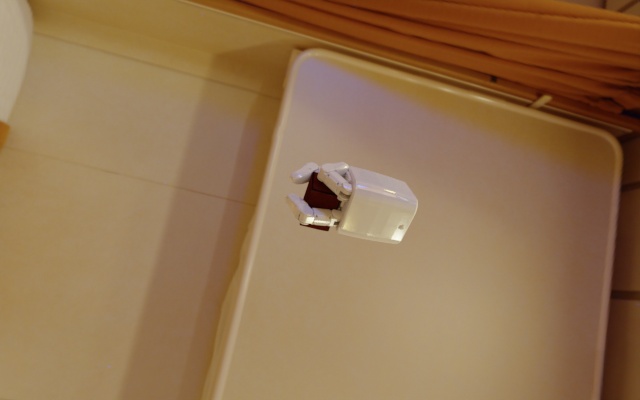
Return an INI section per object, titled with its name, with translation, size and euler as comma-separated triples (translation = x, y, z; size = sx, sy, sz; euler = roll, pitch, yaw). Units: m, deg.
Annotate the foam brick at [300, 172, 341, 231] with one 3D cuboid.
[foam brick]
translation = 0.000, 0.003, 0.780
size = 0.051, 0.078, 0.053
euler = 13, 37, -9
